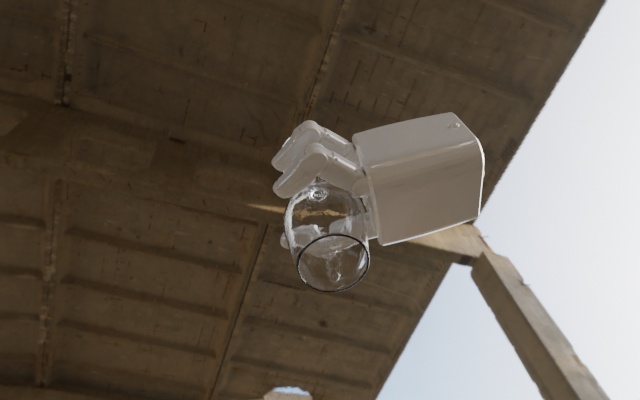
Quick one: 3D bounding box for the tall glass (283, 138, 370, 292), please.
[{"bbox_3d":[0.000,0.001,0.480,0.079,0.079,0.201,0,31,-7],"label":"tall glass"}]
